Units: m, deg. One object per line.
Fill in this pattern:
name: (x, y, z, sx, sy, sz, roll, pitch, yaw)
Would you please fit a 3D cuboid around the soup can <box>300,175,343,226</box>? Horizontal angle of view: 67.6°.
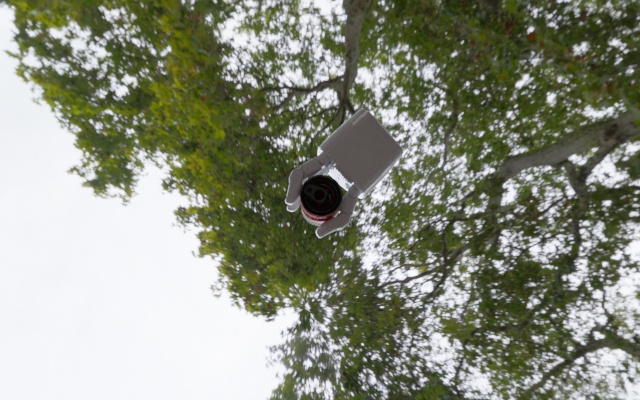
soup can: (0.000, 0.003, 0.802, 0.068, 0.068, 0.102, 0, -13, -2)
